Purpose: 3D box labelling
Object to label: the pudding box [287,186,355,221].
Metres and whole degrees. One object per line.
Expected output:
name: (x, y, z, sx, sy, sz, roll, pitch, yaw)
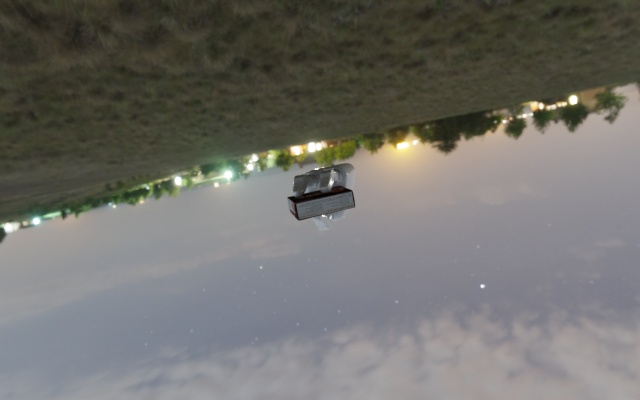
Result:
pudding box: (0.000, 0.003, 0.900, 0.113, 0.039, 0.090, -15, 9, -10)
